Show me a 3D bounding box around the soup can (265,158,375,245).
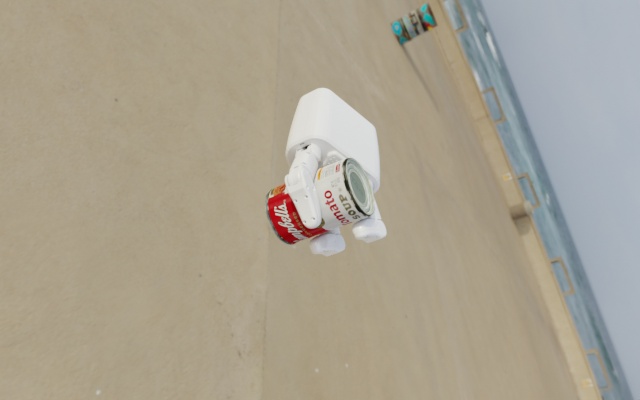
[{"bbox_3d":[0.000,0.002,0.523,0.102,0.068,0.068,-21,-9,25],"label":"soup can"}]
